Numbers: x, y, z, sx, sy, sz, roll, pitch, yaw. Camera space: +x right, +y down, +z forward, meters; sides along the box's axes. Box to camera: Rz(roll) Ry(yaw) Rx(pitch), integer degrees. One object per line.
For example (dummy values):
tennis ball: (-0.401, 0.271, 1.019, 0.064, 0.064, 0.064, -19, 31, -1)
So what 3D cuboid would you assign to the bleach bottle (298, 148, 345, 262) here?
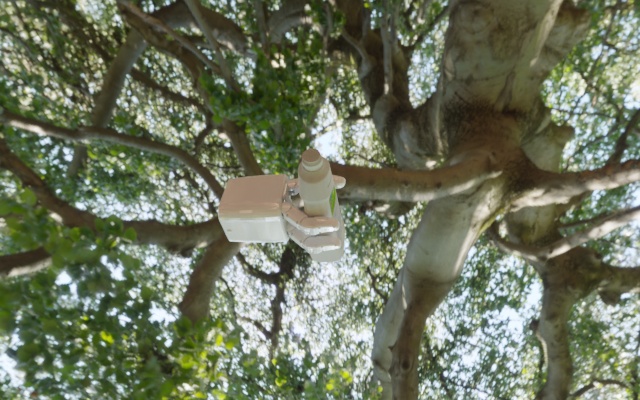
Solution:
bleach bottle: (0.000, 0.003, 0.812, 0.068, 0.102, 0.251, -2, -38, 6)
